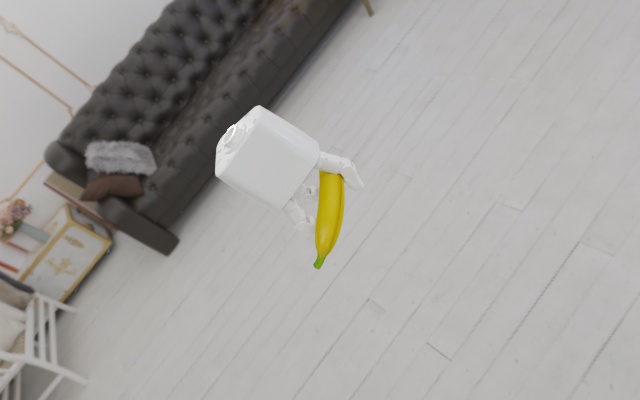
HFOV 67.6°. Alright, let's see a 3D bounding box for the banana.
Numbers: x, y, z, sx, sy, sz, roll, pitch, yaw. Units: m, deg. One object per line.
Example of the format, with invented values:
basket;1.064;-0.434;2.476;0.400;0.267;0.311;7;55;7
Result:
banana;0.010;-0.002;0.708;0.037;0.197;0.070;21;-34;-24
